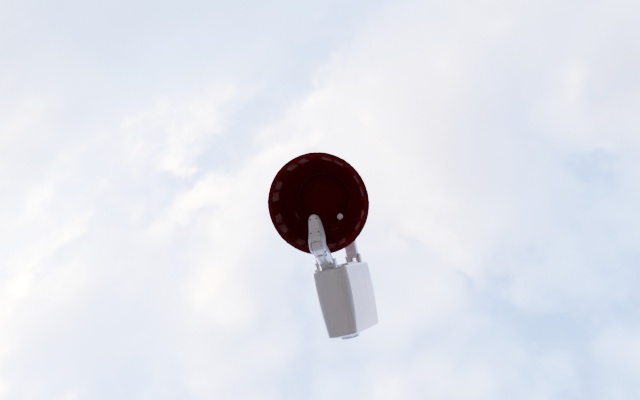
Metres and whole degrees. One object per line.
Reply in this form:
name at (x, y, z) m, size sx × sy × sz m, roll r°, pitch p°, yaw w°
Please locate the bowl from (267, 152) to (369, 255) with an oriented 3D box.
bowl at (0.000, 0.001, 0.765) m, size 0.162 × 0.162 × 0.055 m, roll 0°, pitch 8°, yaw 12°
